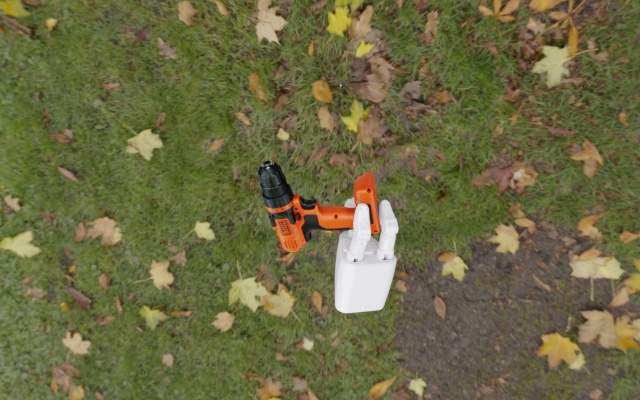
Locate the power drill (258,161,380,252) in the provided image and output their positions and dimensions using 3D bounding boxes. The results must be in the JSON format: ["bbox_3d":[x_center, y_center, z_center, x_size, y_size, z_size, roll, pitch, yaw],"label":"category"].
[{"bbox_3d":[0.001,0.003,0.799,0.187,0.185,0.057,-6,39,12],"label":"power drill"}]
